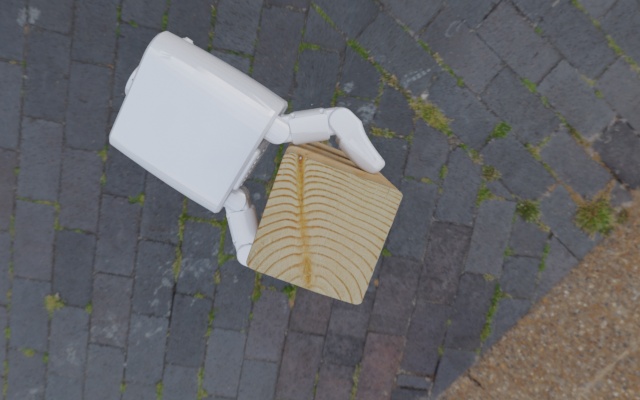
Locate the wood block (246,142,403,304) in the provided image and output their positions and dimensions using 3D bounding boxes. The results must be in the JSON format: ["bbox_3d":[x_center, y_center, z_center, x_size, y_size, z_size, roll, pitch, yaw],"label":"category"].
[{"bbox_3d":[0.000,0.002,0.434,0.090,0.091,0.206,19,10,-5],"label":"wood block"}]
